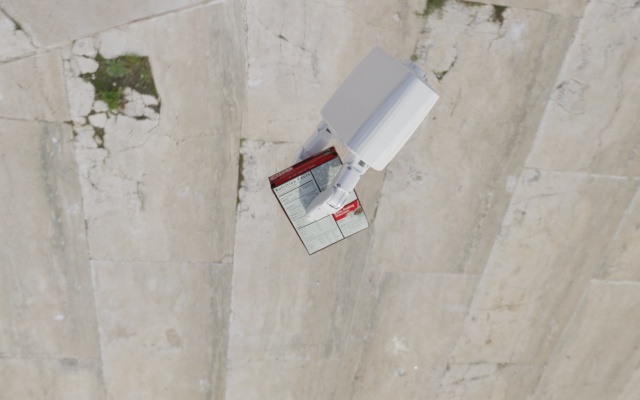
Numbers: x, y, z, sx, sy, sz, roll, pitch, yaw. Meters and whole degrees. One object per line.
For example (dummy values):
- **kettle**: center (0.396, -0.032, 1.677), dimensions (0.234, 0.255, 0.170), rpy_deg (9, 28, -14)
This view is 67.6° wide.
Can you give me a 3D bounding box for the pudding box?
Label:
- **pudding box**: center (0.000, 0.002, 0.589), dimensions (0.090, 0.113, 0.039), rpy_deg (-25, 27, 3)
